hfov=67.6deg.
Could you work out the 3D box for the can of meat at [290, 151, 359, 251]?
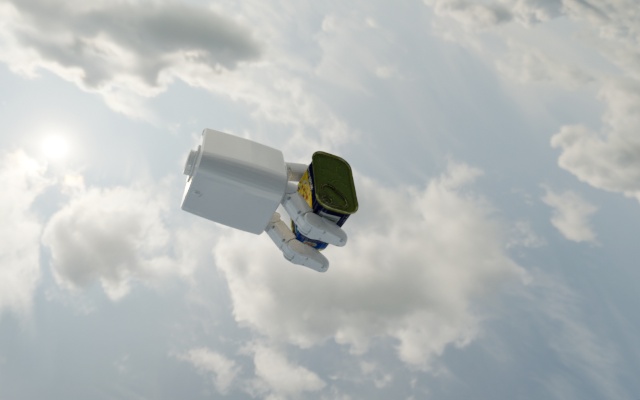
[{"bbox_3d":[0.000,0.002,0.615,0.057,0.102,0.084,16,-48,-22],"label":"can of meat"}]
